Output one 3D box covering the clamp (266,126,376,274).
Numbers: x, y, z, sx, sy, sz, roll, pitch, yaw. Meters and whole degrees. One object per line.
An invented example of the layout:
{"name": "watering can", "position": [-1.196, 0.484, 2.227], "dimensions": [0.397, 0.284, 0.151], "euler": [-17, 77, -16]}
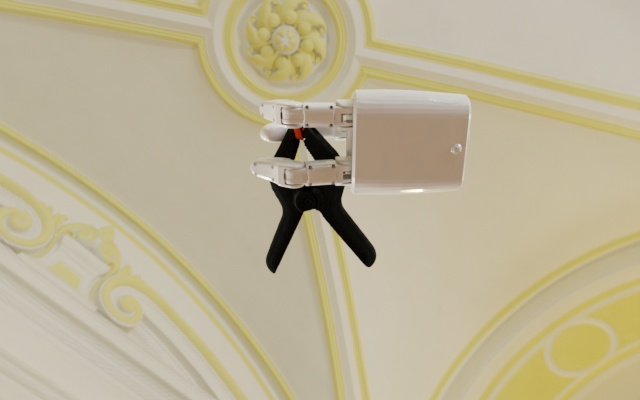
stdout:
{"name": "clamp", "position": [0.000, 0.001, 0.497], "dimensions": [0.120, 0.171, 0.039], "euler": [1, 22, 2]}
